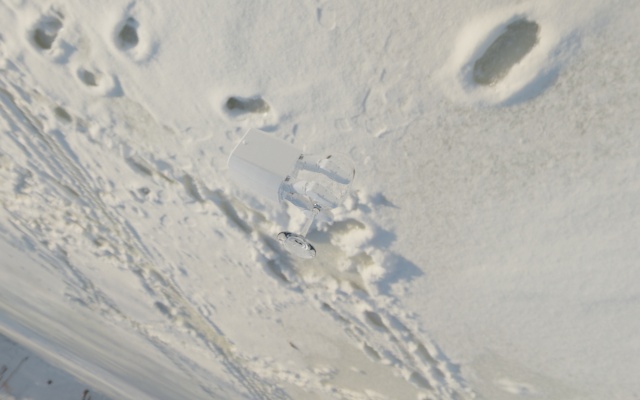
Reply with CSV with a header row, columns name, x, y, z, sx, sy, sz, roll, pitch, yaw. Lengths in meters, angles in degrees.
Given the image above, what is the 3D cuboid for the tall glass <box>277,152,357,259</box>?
name,x,y,z,sx,sy,sz,roll,pitch,yaw
tall glass,0.000,0.003,0.862,0.079,0.201,0.079,20,-33,14
